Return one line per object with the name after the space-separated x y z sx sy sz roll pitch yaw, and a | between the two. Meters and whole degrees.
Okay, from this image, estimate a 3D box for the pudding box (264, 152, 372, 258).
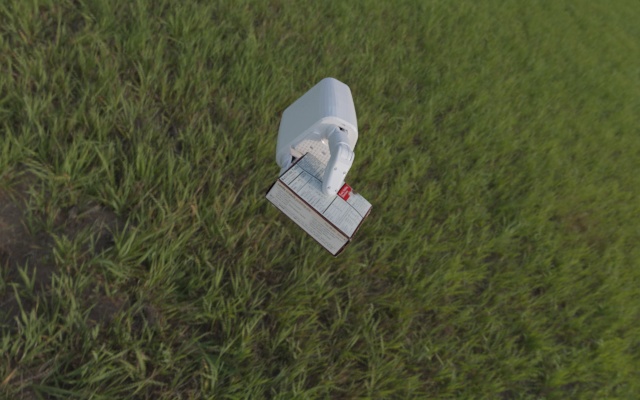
0.000 0.002 0.578 0.113 0.039 0.090 39 36 2 | pudding box
